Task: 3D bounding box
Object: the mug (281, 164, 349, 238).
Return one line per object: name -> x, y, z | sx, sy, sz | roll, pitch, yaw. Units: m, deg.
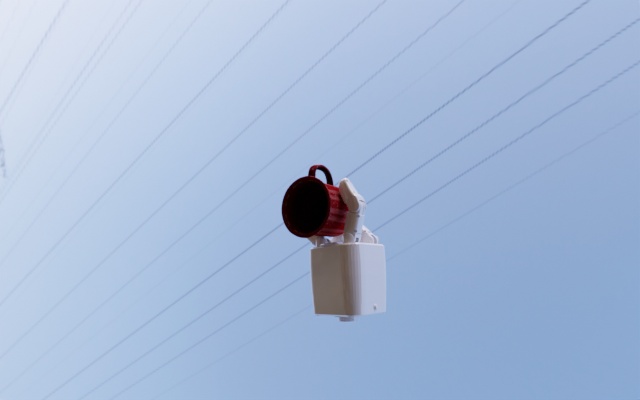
mug -> 0.000, 0.001, 0.743 | 0.093, 0.117, 0.081 | -9, -12, 35
